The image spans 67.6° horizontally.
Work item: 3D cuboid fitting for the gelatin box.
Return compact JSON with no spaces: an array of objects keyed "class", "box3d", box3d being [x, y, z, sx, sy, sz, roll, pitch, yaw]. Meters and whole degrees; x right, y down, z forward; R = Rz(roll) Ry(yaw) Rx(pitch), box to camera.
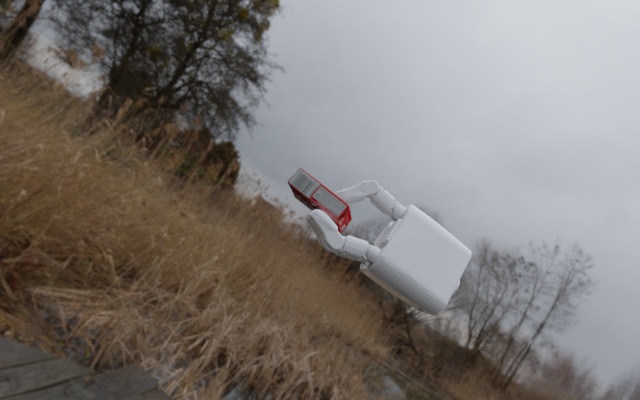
[{"class":"gelatin box","box3d":[0.000,0.002,0.654,0.089,0.030,0.073,39,-9,13]}]
